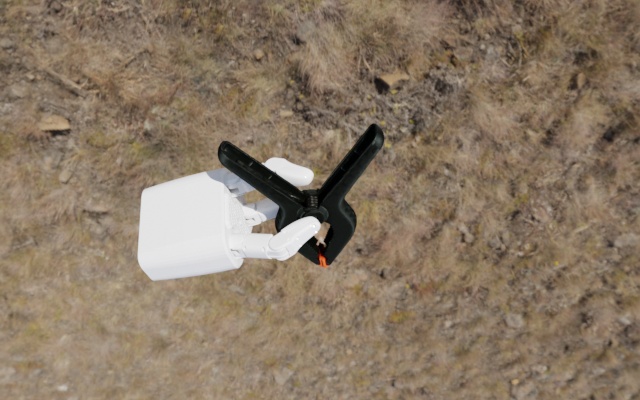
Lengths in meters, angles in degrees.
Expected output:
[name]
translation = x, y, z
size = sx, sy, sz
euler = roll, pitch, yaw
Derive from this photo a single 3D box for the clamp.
[clamp]
translation = 0.000, 0.003, 0.529
size = 0.164, 0.036, 0.210
euler = -10, -44, 10
